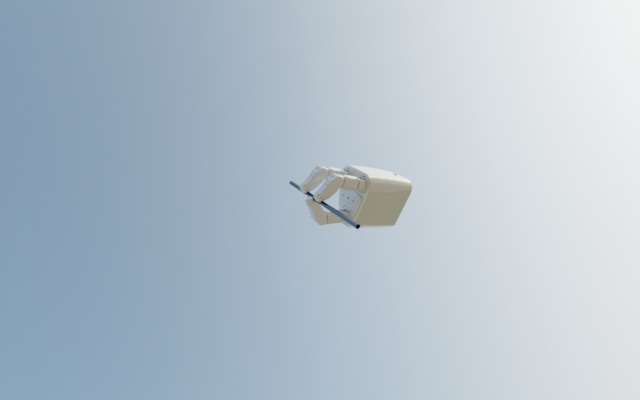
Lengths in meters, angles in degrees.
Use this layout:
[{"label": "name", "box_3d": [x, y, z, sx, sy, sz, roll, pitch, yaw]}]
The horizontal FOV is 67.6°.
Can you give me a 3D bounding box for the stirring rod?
[{"label": "stirring rod", "box_3d": [0.000, 0.003, 0.825, 0.011, 0.011, 0.239, 0, 18, -30]}]
